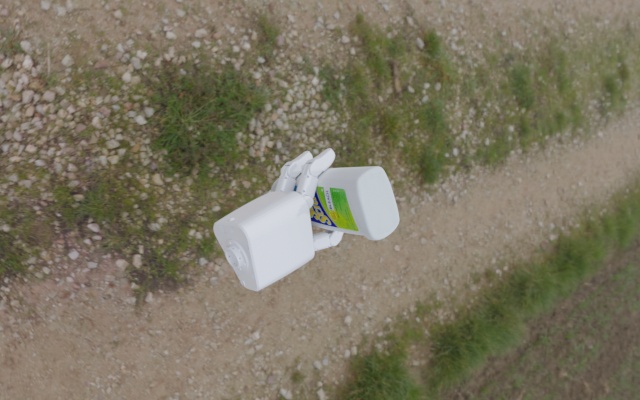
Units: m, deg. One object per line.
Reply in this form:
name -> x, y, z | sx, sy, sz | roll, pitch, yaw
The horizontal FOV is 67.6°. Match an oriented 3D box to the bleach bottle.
bleach bottle -> 0.000, 0.002, 0.742 | 0.068, 0.102, 0.251 | -29, 18, -36
